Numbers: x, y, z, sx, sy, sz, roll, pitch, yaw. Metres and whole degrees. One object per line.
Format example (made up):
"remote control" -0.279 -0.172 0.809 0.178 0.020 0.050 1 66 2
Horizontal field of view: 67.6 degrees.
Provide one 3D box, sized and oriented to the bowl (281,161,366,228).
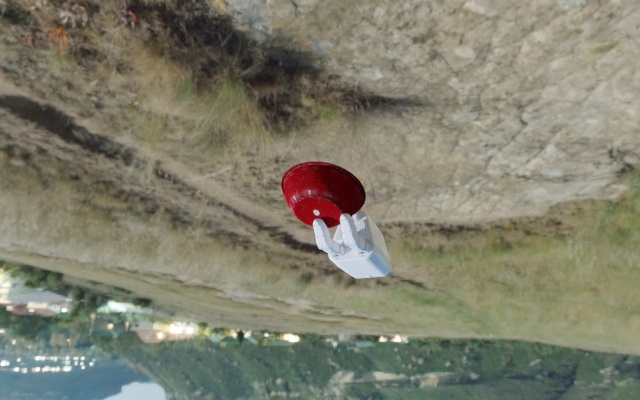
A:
"bowl" -0.001 0.002 0.880 0.162 0.055 0.162 9 -39 7
